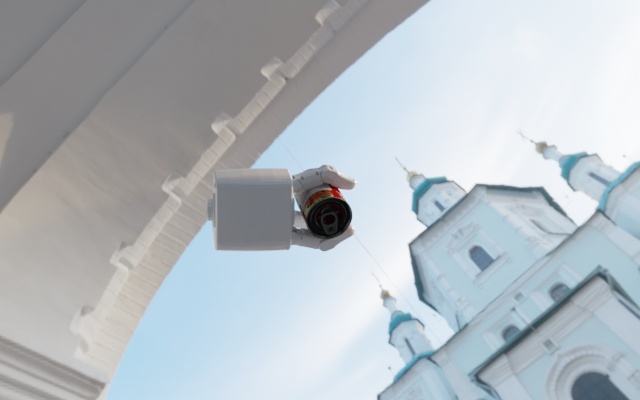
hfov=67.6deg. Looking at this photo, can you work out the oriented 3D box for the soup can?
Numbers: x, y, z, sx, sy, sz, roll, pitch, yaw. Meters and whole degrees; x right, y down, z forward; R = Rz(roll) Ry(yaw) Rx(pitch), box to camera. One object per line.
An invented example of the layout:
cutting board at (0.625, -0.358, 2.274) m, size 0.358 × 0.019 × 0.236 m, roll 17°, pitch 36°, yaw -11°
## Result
soup can at (0.001, 0.002, 0.710) m, size 0.068 × 0.068 × 0.102 m, roll 0°, pitch 28°, yaw -16°
